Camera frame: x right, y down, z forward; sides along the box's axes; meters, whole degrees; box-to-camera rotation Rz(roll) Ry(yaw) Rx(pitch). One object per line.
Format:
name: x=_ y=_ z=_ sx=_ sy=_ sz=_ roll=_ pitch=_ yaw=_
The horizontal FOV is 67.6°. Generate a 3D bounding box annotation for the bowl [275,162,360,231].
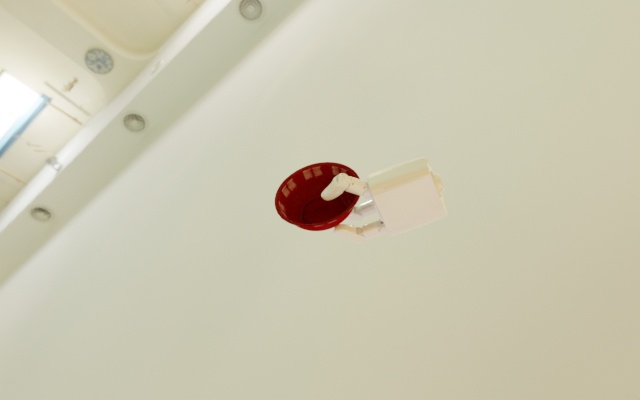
bowl: x=-0.001 y=0.003 z=0.876 sx=0.162 sy=0.162 sz=0.055 roll=0 pitch=-43 yaw=18
